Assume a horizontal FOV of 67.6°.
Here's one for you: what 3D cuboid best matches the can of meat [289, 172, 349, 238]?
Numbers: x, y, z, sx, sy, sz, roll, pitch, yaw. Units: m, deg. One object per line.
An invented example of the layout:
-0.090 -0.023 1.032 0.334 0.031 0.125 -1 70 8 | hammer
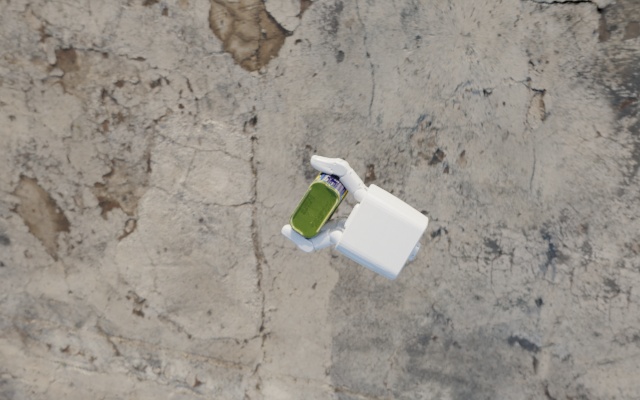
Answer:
0.000 0.002 0.762 0.057 0.102 0.084 34 24 2 | can of meat
